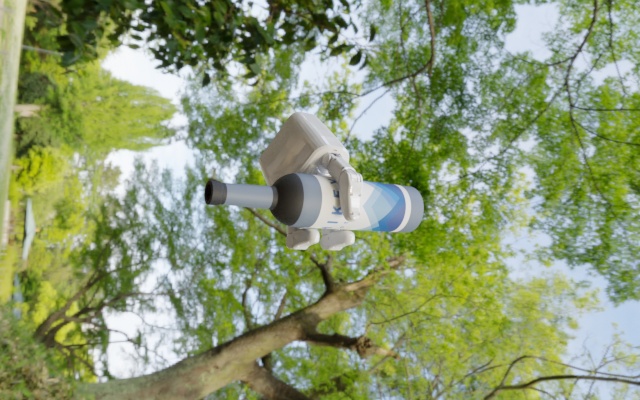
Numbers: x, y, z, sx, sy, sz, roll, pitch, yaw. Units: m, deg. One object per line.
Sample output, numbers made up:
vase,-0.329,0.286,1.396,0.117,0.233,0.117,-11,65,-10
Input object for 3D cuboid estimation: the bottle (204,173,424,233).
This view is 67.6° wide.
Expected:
bottle,0.000,0.002,0.605,0.296,0.069,0.069,5,-3,-32
